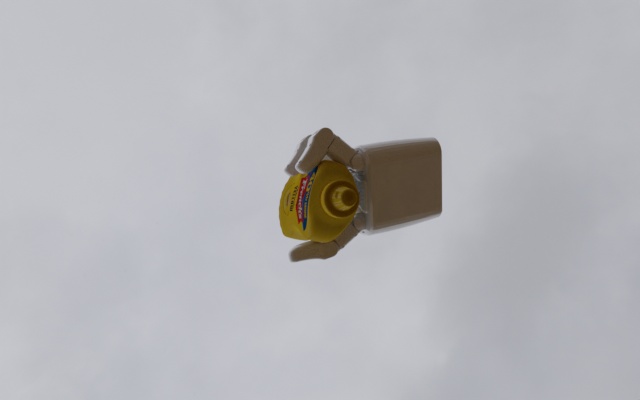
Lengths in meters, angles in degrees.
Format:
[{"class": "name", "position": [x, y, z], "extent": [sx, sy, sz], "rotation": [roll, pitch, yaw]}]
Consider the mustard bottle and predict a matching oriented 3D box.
[{"class": "mustard bottle", "position": [0.000, 0.002, 0.573], "extent": [0.058, 0.096, 0.191], "rotation": [15, -7, -17]}]
